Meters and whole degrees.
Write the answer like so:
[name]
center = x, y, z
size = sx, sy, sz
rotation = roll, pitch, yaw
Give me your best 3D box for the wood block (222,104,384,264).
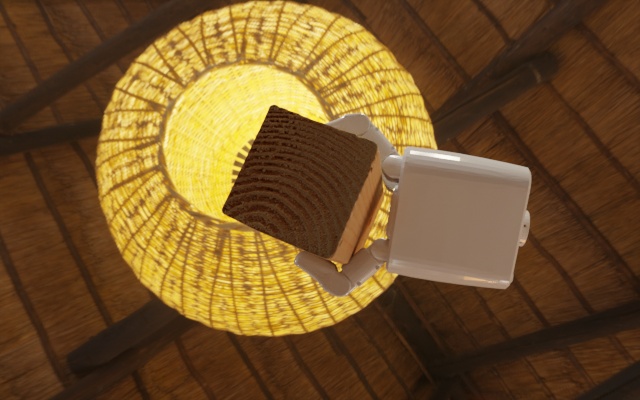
[wood block]
center = 0.000, 0.002, 0.437
size = 0.090, 0.091, 0.206
rotation = 22, -6, 12
